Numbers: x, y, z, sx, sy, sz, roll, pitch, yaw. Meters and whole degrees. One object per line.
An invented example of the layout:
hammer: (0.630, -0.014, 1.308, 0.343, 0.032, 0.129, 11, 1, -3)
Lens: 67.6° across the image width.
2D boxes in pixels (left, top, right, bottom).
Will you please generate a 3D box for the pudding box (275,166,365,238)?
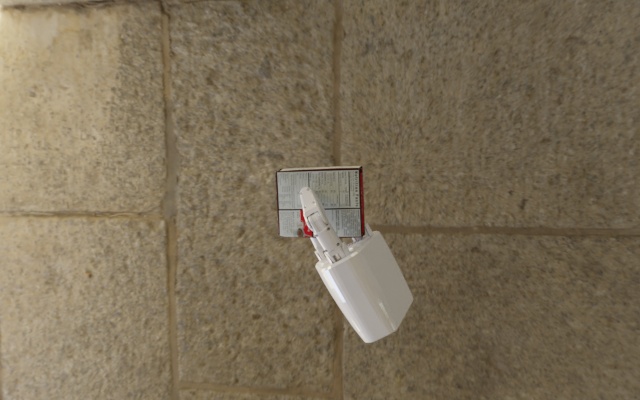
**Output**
pudding box: (0.000, 0.002, 0.615, 0.113, 0.090, 0.039, -1, 6, 8)
